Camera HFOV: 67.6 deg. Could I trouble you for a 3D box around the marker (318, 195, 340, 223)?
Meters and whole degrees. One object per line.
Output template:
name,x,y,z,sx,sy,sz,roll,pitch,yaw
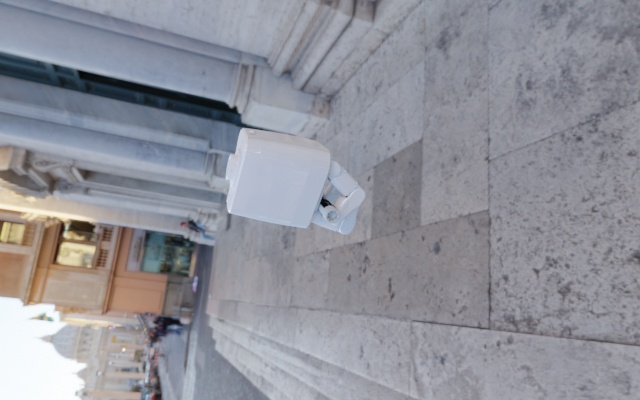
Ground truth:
marker,0.000,0.002,0.631,0.020,0.020,0.121,0,17,-15
